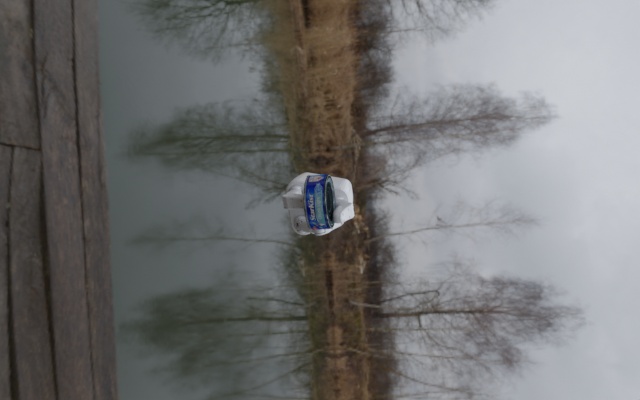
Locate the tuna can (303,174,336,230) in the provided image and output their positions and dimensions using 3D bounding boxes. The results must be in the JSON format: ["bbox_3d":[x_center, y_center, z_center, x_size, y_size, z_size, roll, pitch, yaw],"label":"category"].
[{"bbox_3d":[0.001,0.002,0.736,0.034,0.086,0.086,-3,-1,12],"label":"tuna can"}]
